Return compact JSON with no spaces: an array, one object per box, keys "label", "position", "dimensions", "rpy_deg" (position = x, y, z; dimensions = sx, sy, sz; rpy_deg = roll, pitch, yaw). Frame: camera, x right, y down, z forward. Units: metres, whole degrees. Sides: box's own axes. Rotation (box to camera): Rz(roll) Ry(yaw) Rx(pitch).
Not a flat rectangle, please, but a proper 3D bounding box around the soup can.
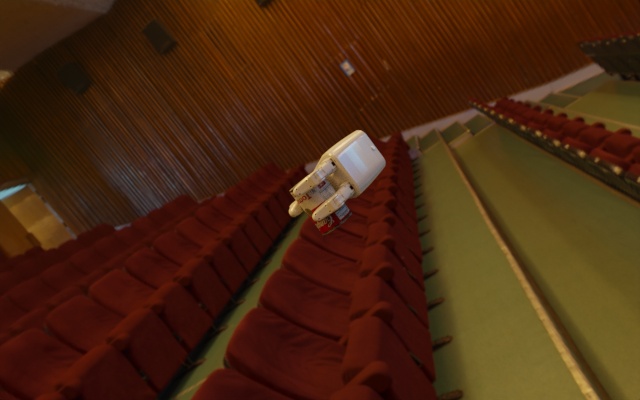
[{"label":"soup can","position":[0.000,0.003,0.871],"dimensions":[0.068,0.102,0.068],"rpy_deg":[-37,6,5]}]
